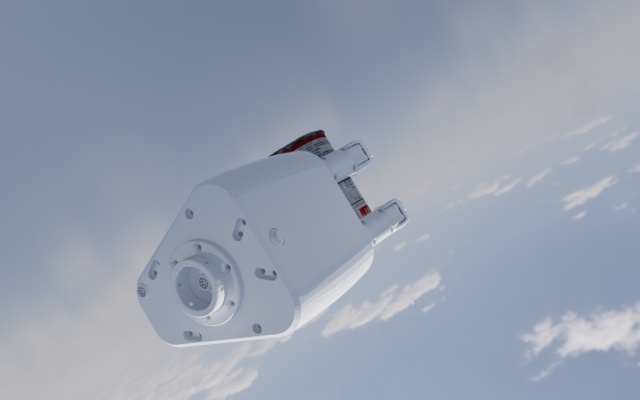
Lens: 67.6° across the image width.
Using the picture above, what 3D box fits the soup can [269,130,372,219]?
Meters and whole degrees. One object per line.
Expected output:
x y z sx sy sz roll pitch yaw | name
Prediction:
0.000 0.002 0.404 0.068 0.102 0.068 -31 -3 -2 | soup can
